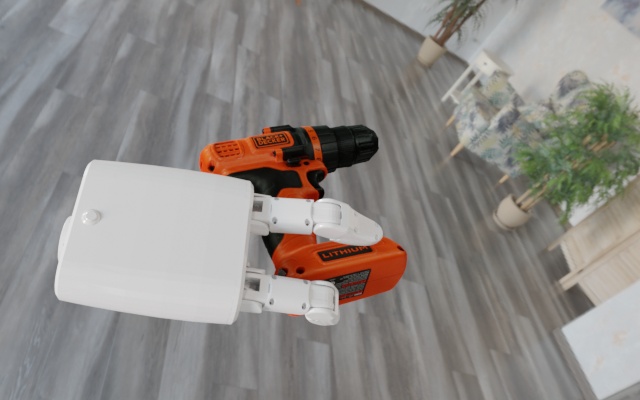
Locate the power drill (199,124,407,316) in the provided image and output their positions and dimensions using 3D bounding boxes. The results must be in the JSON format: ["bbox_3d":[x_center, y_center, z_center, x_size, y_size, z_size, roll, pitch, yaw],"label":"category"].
[{"bbox_3d":[0.000,0.002,0.429,0.184,0.057,0.187,-13,47,-19],"label":"power drill"}]
